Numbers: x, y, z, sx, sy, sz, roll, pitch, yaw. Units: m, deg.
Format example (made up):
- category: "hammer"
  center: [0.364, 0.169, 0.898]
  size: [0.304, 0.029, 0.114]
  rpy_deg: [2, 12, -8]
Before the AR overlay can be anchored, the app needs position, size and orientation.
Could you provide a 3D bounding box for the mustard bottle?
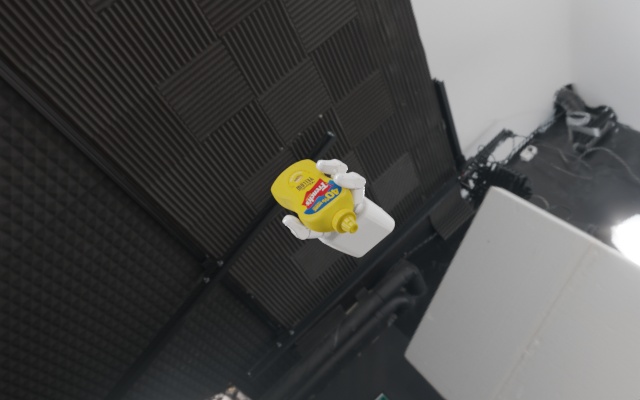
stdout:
- category: "mustard bottle"
  center: [0.000, 0.002, 0.818]
  size: [0.096, 0.058, 0.191]
  rpy_deg: [-38, 45, -13]
